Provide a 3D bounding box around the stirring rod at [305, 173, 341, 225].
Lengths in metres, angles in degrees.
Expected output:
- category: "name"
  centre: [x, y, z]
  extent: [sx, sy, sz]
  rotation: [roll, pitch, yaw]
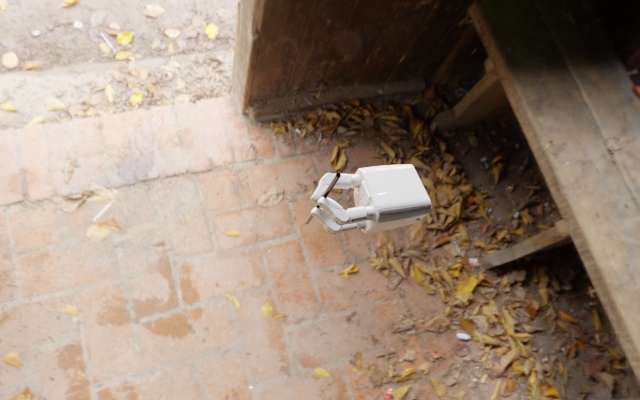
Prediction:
- category: "stirring rod"
  centre: [0.000, 0.003, 0.829]
  extent: [0.011, 0.011, 0.240]
  rotation: [0, -20, -14]
